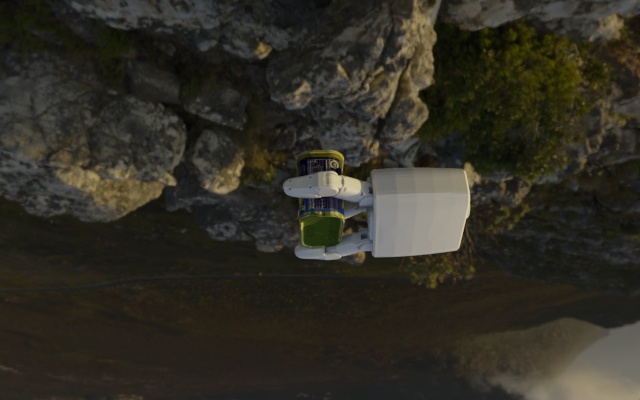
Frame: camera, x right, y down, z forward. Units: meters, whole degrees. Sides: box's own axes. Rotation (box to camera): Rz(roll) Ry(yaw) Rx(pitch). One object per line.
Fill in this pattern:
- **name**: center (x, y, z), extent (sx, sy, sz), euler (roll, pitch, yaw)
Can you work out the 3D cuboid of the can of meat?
- **can of meat**: center (0.000, 0.002, 0.579), extent (0.057, 0.084, 0.102), euler (-1, -27, -1)
